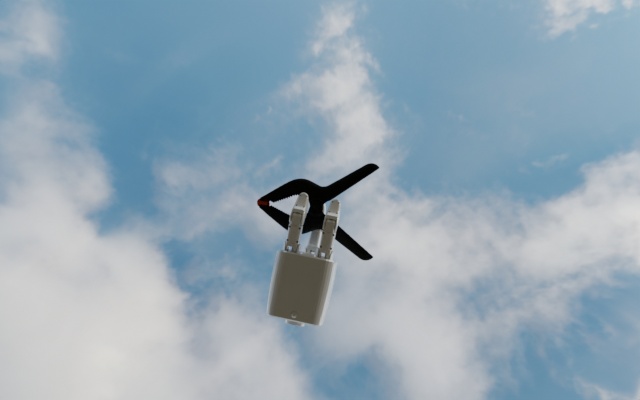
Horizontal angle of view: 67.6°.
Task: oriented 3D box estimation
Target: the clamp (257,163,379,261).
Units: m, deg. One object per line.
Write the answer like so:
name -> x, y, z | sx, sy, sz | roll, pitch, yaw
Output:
clamp -> 0.000, 0.003, 0.814 | 0.210, 0.164, 0.036 | 11, -6, 4
